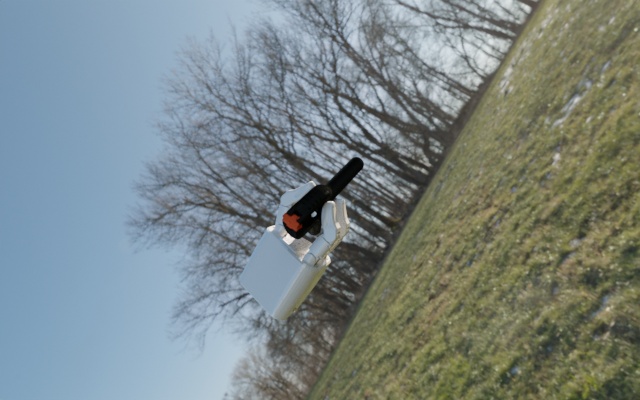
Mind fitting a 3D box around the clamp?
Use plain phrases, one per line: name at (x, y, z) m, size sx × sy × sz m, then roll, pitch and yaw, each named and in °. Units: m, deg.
clamp at (-0.001, 0.002, 0.750) m, size 0.036 × 0.164 × 0.210 m, roll 36°, pitch 15°, yaw 11°
